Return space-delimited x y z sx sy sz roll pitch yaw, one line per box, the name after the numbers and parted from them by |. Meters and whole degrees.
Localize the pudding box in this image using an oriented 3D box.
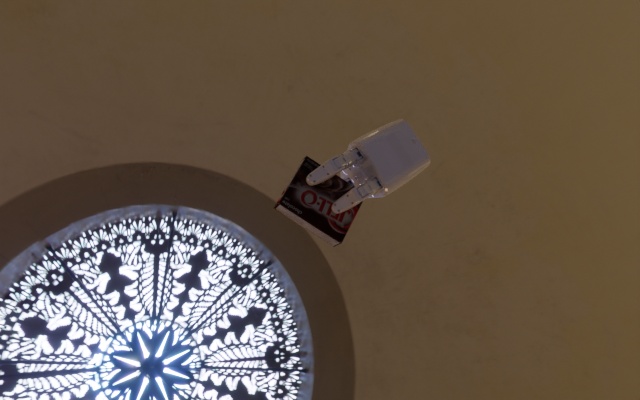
0.000 0.002 0.716 0.113 0.090 0.039 32 -25 -7 | pudding box
